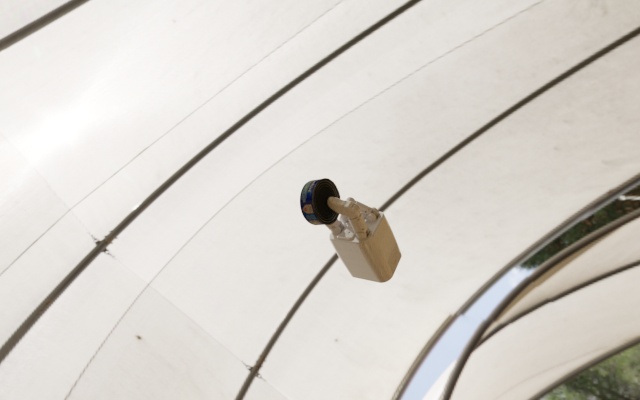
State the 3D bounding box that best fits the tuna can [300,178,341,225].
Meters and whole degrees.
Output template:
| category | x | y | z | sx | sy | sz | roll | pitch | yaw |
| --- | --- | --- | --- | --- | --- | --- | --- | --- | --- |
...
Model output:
| category | x | y | z | sx | sy | sz | roll | pitch | yaw |
| --- | --- | --- | --- | --- | --- | --- | --- | --- | --- |
| tuna can | 0.000 | 0.003 | 0.878 | 0.034 | 0.086 | 0.086 | -6 | -3 | 37 |
